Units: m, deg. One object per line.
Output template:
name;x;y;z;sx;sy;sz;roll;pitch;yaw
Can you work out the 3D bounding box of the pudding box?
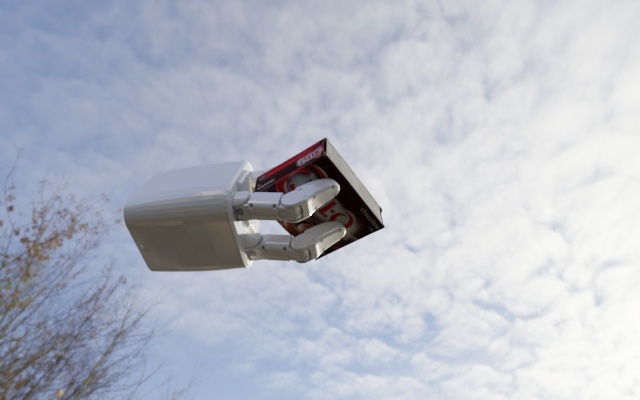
pudding box;0.000;0.002;0.497;0.090;0.039;0.113;-27;-55;23
